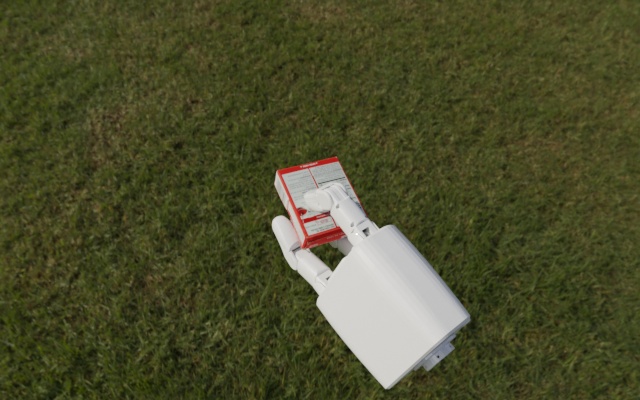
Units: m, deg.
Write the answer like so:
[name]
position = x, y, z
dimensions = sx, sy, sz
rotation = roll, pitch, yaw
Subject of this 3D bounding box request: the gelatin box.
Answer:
[gelatin box]
position = 0.000, 0.001, 0.512
dimensions = 0.073, 0.089, 0.030
rotation = -15, -27, -21
